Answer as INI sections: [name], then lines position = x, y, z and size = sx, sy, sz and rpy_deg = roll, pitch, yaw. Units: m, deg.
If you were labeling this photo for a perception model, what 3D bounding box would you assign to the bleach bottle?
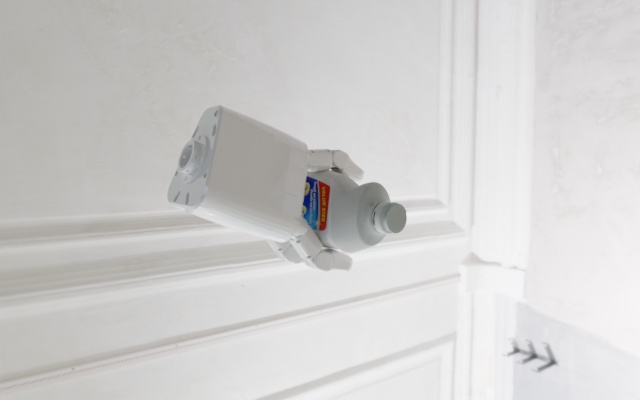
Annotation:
[bleach bottle]
position = 0.000, 0.002, 0.555
size = 0.068, 0.102, 0.251
rpy_deg = 23, -10, -36
